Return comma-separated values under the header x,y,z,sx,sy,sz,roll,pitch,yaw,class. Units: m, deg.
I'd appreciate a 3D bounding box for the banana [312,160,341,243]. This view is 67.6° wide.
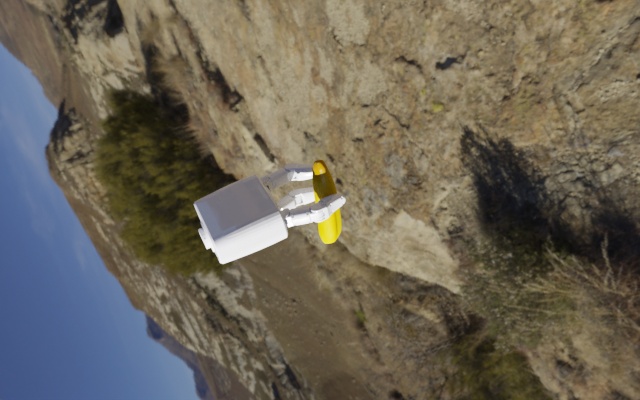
x,y,z,sx,sy,sz,roll,pitch,yaw,class
0.008,0.018,0.777,0.037,0.069,0.198,-23,-32,-13,banana
